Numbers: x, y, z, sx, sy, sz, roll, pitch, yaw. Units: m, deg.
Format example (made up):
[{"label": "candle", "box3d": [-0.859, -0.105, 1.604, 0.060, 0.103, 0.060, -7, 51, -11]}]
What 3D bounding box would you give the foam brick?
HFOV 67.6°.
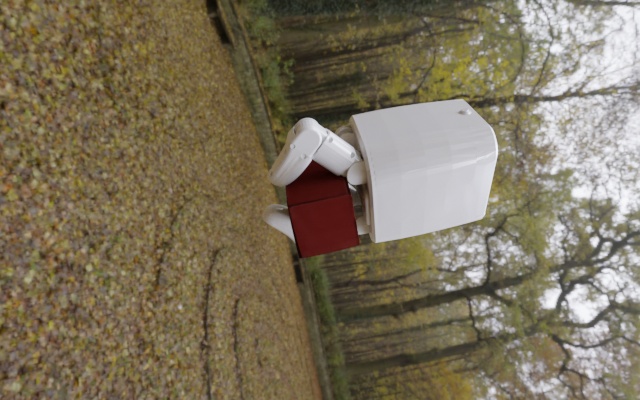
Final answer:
[{"label": "foam brick", "box3d": [0.000, 0.002, 0.404, 0.051, 0.053, 0.078, -11, 32, 1]}]
